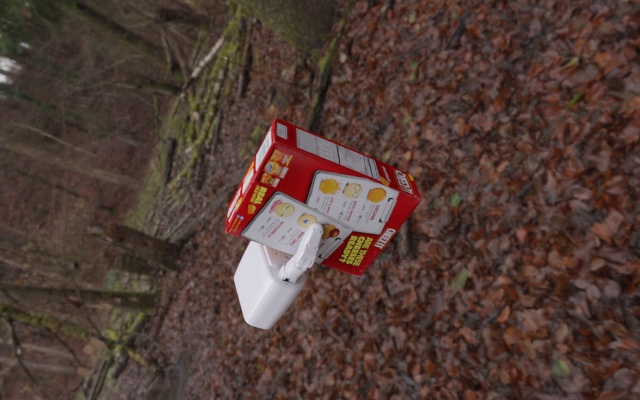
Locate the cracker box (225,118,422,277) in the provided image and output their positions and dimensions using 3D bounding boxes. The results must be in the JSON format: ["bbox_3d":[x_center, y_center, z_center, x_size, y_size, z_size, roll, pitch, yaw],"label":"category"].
[{"bbox_3d":[0.000,0.002,0.654,0.214,0.164,0.072,20,35,-19],"label":"cracker box"}]
